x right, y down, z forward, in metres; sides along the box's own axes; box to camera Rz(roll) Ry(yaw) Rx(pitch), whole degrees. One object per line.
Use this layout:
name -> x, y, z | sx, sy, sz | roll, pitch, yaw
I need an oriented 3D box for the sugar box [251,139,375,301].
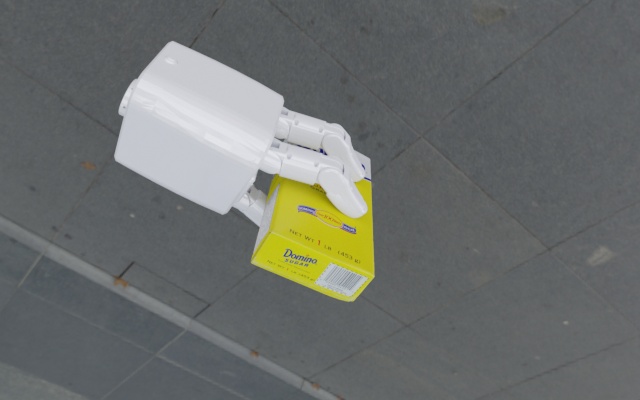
sugar box -> 0.000, 0.001, 0.438 | 0.093, 0.048, 0.176 | 25, 37, -15
